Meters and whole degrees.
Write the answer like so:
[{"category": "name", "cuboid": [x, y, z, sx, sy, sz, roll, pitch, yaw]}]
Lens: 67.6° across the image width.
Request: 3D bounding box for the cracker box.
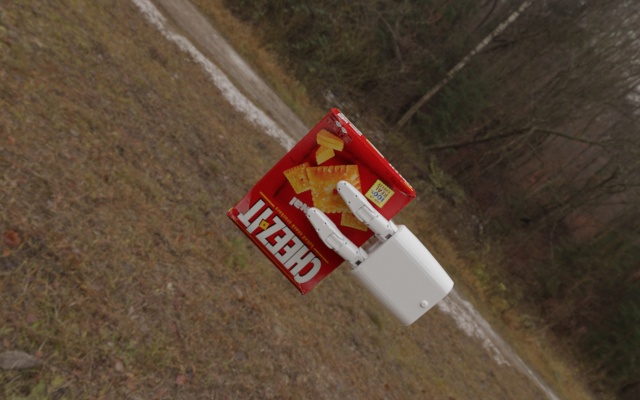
[{"category": "cracker box", "cuboid": [0.000, 0.002, 0.675, 0.214, 0.164, 0.072, -43, 2, 12]}]
